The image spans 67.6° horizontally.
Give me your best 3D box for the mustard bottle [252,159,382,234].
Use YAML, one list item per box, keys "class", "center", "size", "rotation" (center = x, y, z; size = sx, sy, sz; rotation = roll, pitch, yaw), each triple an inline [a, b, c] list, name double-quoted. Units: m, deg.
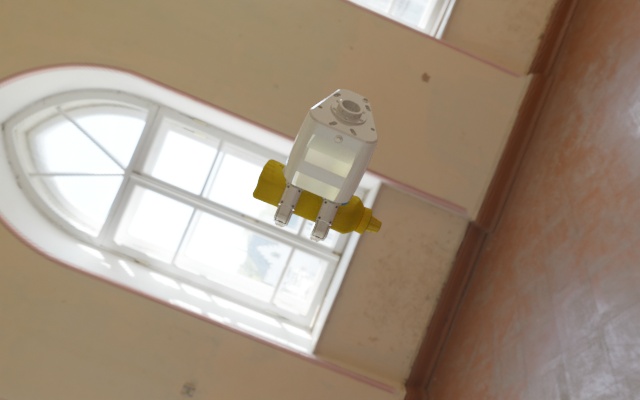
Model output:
- class: "mustard bottle"
  center: [0.000, 0.002, 0.704]
  size: [0.191, 0.058, 0.096]
  rotation: [23, 17, -3]
